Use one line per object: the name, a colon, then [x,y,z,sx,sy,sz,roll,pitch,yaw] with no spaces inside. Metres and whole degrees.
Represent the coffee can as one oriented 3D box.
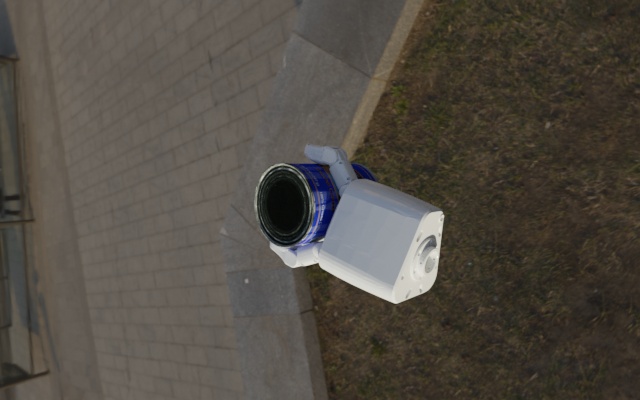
coffee can: [0.000,0.002,0.622,0.103,0.103,0.140,0,3,42]
